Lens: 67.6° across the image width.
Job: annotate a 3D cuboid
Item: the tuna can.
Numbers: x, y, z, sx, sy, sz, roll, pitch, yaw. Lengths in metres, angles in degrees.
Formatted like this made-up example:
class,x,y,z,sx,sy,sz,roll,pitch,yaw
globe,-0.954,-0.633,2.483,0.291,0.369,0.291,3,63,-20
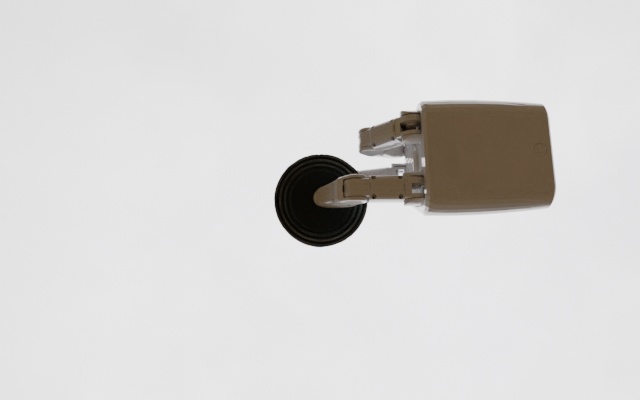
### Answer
class,x,y,z,sx,sy,sz,roll,pitch,yaw
tuna can,0.000,0.002,0.452,0.086,0.086,0.034,0,-8,-2
